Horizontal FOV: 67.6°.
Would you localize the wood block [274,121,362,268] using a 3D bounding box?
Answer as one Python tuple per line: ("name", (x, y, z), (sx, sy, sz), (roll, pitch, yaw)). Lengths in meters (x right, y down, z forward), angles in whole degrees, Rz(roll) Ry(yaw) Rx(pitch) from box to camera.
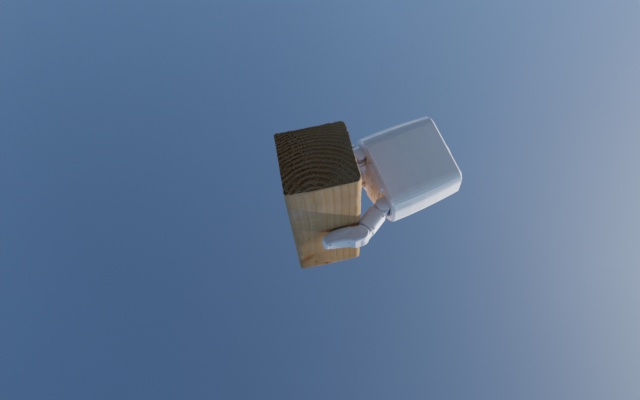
("wood block", (0.001, 0.002, 0.633), (0.090, 0.090, 0.206), (-11, -31, -3))
